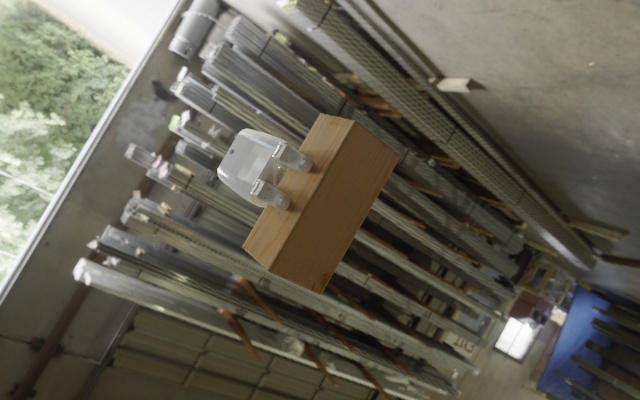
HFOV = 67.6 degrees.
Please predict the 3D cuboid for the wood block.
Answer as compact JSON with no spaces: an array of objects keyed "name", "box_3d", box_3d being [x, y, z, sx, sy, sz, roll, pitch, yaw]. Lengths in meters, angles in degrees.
[{"name":"wood block","box_3d":[0.000,0.002,0.621,0.091,0.206,0.090,31,-3,-35]}]
